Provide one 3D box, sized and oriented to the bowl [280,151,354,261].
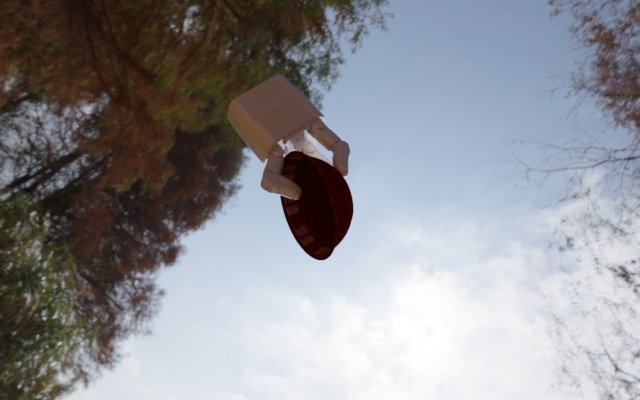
[{"bbox_3d":[0.001,0.003,0.692,0.055,0.162,0.162,-16,8,-28],"label":"bowl"}]
